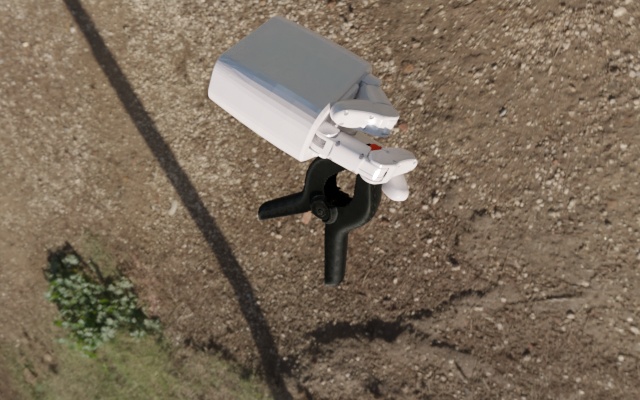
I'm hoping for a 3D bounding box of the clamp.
[{"bbox_3d":[0.000,0.002,0.479,0.120,0.172,0.039,33,38,9],"label":"clamp"}]
